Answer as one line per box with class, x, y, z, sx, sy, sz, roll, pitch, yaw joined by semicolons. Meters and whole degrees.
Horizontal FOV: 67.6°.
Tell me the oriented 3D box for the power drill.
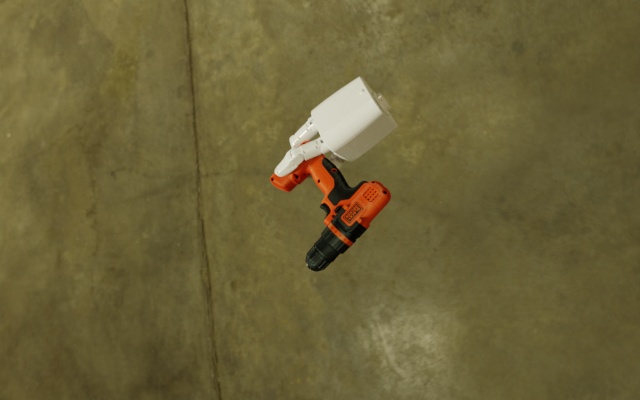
power drill;0.000;0.002;0.815;0.187;0.184;0.057;45;3;24
